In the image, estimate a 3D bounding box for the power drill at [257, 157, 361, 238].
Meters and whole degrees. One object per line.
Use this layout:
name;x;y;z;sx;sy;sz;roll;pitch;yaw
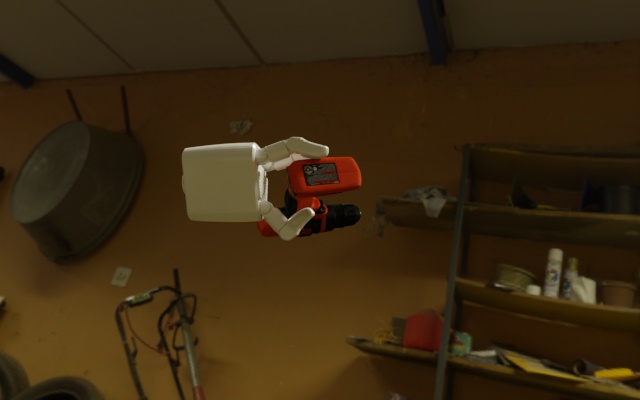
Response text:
power drill;0.000;0.002;0.757;0.184;0.057;0.188;-7;-25;-19
